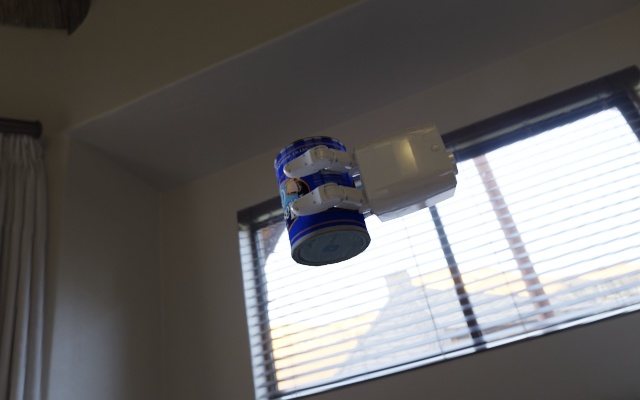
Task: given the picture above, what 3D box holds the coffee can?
[{"bbox_3d":[0.000,0.002,0.627,0.103,0.140,0.103,-10,-29,-6],"label":"coffee can"}]
